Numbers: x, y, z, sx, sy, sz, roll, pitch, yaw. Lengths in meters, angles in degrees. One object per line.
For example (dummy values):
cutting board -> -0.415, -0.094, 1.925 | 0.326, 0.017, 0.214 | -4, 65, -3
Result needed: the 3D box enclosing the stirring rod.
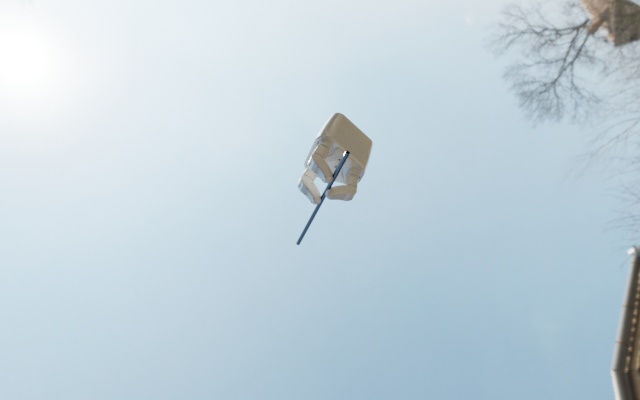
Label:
stirring rod -> 0.000, 0.003, 0.851 | 0.011, 0.011, 0.240 | 0, -42, -30
